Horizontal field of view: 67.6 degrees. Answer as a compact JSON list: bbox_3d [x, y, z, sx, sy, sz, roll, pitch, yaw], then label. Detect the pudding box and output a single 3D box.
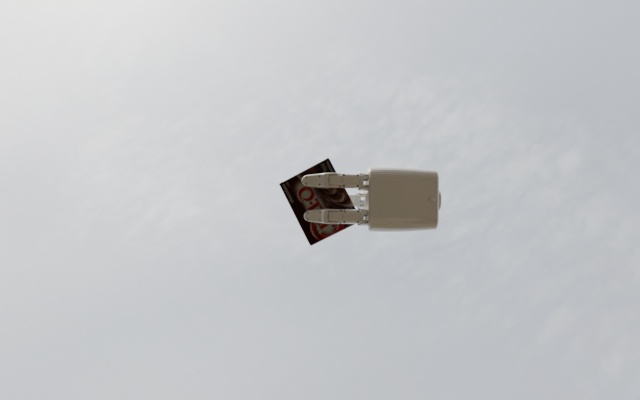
[{"bbox_3d":[0.000,0.002,0.761,0.090,0.113,0.039,-27,-4,5],"label":"pudding box"}]
